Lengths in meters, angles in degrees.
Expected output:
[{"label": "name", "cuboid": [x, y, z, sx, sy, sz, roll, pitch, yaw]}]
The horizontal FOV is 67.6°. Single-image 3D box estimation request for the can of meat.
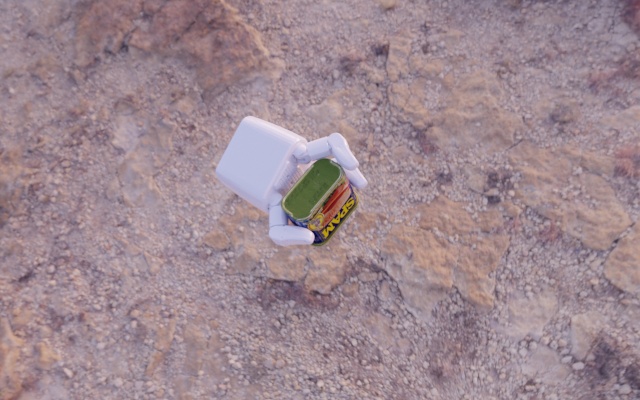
[{"label": "can of meat", "cuboid": [0.000, 0.002, 0.661, 0.057, 0.102, 0.084, 33, -14, 30]}]
